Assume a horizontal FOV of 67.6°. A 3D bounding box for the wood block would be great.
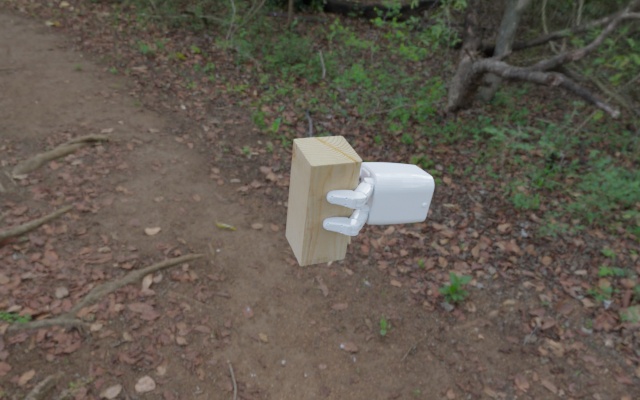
[{"bbox_3d":[0.000,0.002,0.825,0.090,0.206,0.090,-7,37,-20],"label":"wood block"}]
